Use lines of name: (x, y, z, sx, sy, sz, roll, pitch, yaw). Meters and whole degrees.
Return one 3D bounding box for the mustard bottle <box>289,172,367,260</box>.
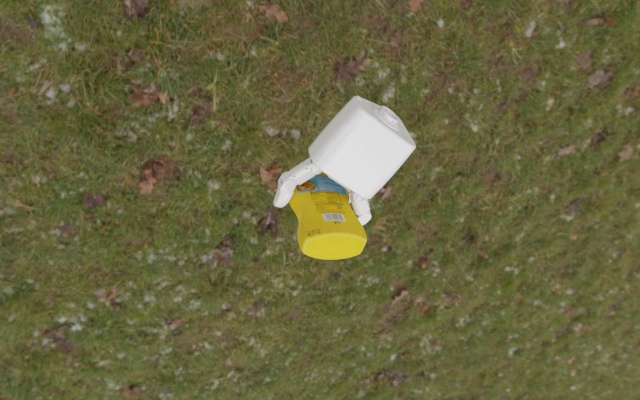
mustard bottle: (0.000, 0.003, 0.736, 0.096, 0.058, 0.191, 1, 42, -18)
